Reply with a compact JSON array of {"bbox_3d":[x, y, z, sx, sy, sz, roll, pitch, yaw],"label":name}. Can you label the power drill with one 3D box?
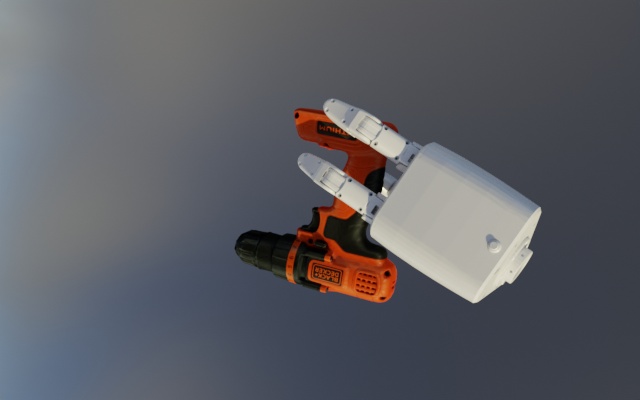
[{"bbox_3d":[0.000,0.001,0.501,0.184,0.188,0.057,12,14,17],"label":"power drill"}]
